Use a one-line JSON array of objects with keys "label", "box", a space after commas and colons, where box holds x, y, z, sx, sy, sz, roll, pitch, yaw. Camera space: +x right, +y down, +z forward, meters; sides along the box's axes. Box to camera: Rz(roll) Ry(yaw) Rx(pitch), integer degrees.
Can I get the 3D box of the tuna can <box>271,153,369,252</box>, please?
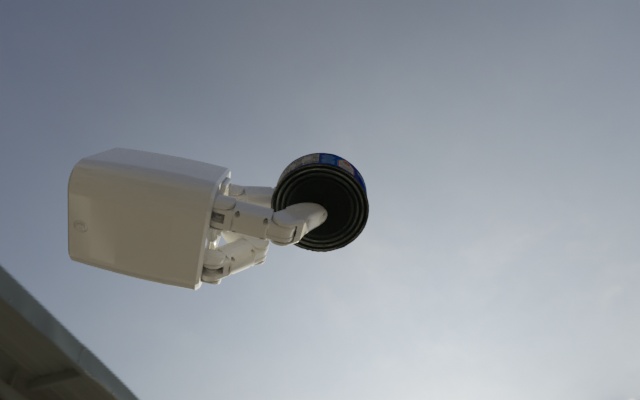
[{"label": "tuna can", "box": [0.000, 0.001, 0.429, 0.086, 0.086, 0.033, 0, 26, 3]}]
